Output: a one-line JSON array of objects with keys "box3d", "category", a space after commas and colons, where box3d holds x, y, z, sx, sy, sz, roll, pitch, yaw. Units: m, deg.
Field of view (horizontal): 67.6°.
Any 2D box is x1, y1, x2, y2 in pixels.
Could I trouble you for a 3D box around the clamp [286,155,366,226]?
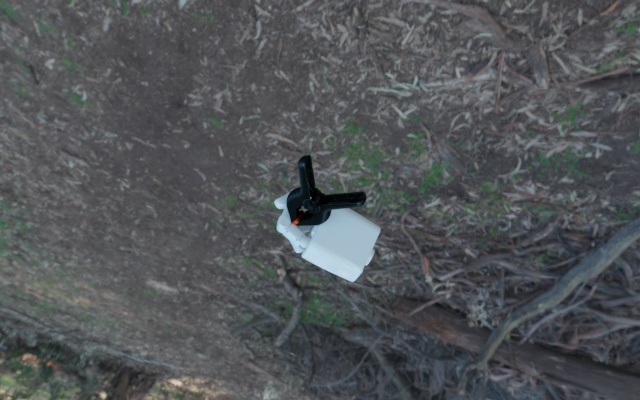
[{"box3d": [0.000, 0.003, 0.788, 0.120, 0.039, 0.171, 34, -33, 3], "category": "clamp"}]
